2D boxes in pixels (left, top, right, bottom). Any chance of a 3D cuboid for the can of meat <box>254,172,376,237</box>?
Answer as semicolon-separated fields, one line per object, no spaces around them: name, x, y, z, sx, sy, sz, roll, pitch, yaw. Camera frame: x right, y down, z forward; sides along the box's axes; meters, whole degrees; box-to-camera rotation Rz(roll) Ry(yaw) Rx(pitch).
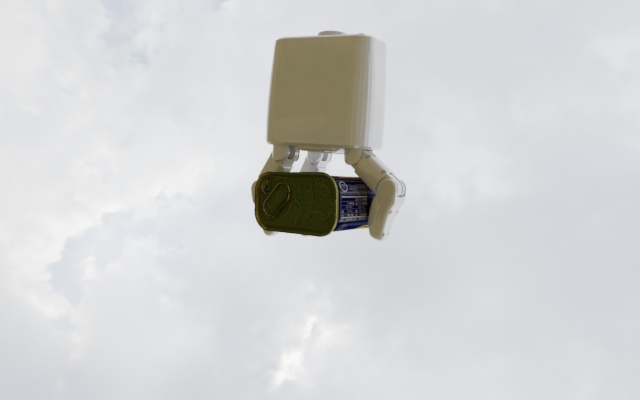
can of meat;0.000;0.002;0.470;0.102;0.057;0.084;3;3;39
